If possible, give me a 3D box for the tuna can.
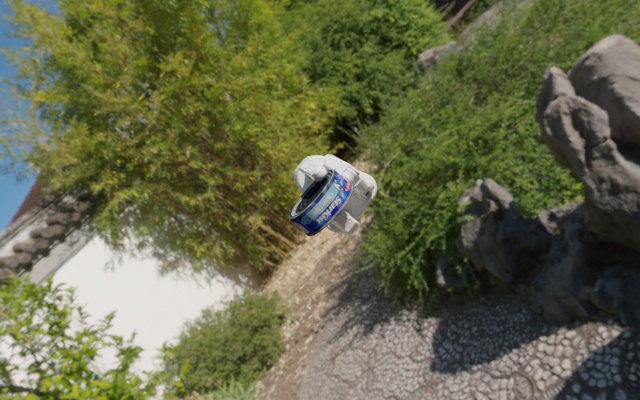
[{"bbox_3d":[0.000,0.002,0.600,0.034,0.086,0.086,42,-12,-13],"label":"tuna can"}]
